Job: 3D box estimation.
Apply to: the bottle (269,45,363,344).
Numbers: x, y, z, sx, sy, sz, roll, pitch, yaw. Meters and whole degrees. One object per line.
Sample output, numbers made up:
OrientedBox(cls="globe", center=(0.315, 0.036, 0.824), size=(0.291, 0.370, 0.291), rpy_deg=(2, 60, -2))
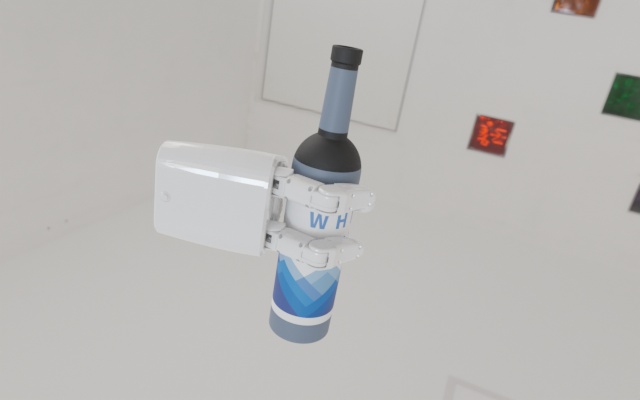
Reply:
OrientedBox(cls="bottle", center=(0.000, 0.002, 0.469), size=(0.069, 0.296, 0.069), rpy_deg=(9, 22, -4))
